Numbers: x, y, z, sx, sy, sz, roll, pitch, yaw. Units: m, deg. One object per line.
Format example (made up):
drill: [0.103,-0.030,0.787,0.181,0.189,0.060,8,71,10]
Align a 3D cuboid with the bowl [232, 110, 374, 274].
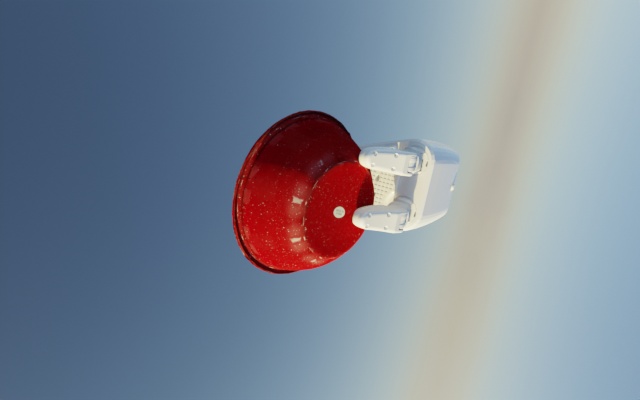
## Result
bowl: [-0.001,0.002,0.440,0.162,0.162,0.055,0,16,-46]
